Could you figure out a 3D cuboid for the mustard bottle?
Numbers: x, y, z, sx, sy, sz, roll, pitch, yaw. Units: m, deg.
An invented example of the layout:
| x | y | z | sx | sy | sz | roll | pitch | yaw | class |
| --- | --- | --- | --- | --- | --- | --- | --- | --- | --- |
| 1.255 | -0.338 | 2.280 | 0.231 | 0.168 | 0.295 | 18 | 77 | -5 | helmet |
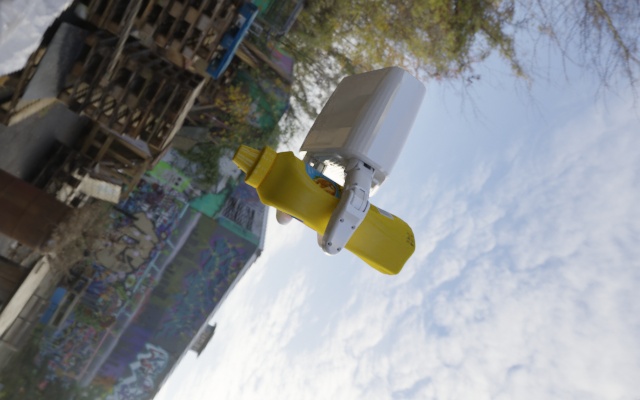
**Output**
| x | y | z | sx | sy | sz | roll | pitch | yaw | class |
| --- | --- | --- | --- | --- | --- | --- | --- | --- | --- |
| 0.000 | 0.002 | 0.475 | 0.192 | 0.058 | 0.096 | 32 | 10 | -15 | mustard bottle |
